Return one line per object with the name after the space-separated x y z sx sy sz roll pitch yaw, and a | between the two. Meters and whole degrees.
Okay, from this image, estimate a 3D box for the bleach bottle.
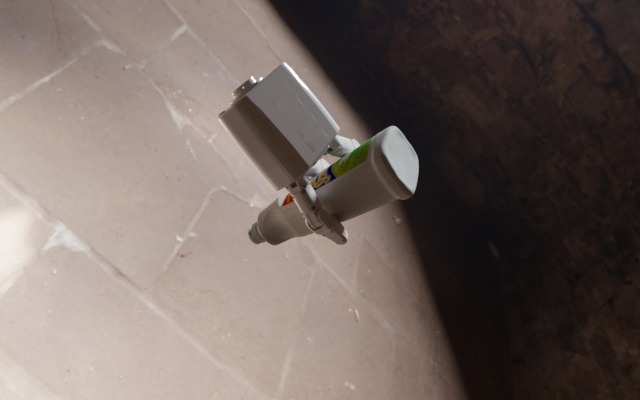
0.000 0.002 0.606 0.251 0.068 0.102 -29 20 30 | bleach bottle
